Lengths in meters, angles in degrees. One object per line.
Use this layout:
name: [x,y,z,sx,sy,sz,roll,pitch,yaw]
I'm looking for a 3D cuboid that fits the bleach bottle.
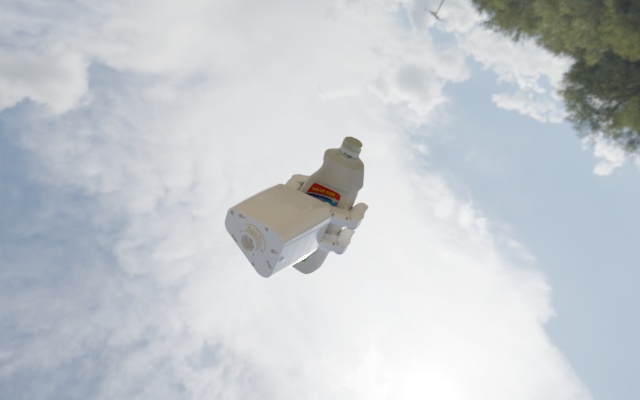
bleach bottle: [0.000,0.003,0.767,0.102,0.251,0.068,39,38,19]
